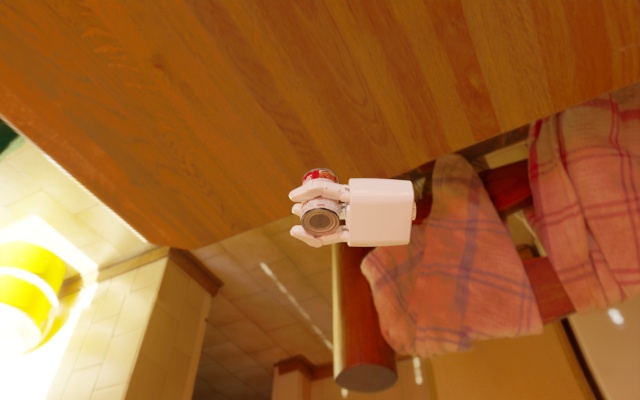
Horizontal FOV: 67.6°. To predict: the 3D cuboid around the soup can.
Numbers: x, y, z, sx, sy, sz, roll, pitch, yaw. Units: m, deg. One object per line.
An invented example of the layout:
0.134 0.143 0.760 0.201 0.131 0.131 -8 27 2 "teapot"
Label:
0.000 0.003 0.830 0.068 0.069 0.102 0 44 0 "soup can"
